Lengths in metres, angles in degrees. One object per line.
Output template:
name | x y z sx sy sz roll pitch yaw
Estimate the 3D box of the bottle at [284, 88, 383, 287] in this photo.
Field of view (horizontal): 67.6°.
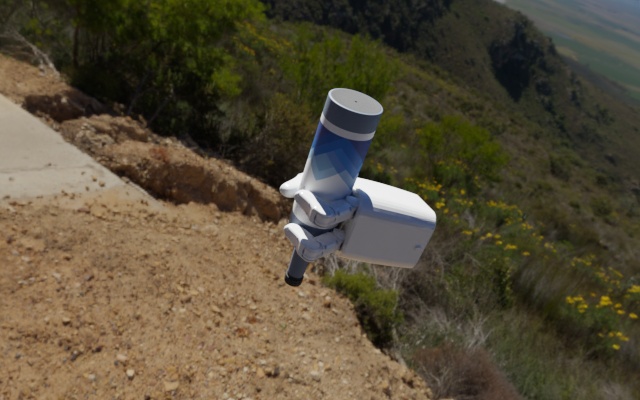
bottle | 0.000 0.002 0.631 0.069 0.296 0.069 14 33 -9
